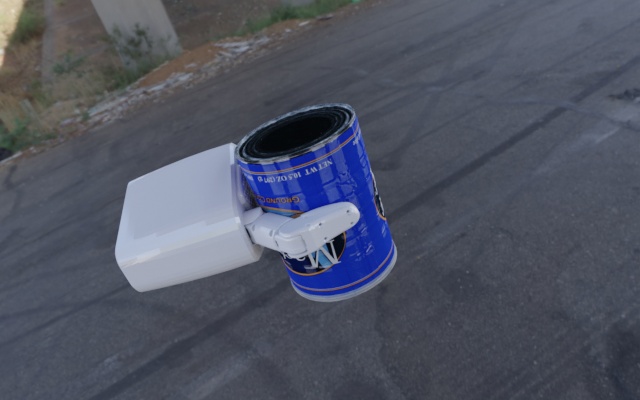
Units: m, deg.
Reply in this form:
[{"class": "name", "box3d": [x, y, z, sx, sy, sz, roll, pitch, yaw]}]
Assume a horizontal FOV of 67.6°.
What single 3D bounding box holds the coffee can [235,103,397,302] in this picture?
[{"class": "coffee can", "box3d": [0.000, 0.001, 0.415, 0.103, 0.140, 0.102, -16, 28, 8]}]
